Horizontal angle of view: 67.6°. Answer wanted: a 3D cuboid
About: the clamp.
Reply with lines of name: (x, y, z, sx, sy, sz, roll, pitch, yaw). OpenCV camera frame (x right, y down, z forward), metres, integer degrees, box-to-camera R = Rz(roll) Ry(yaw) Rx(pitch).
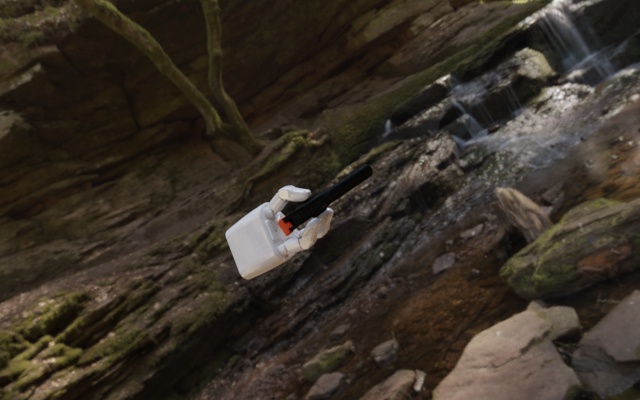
clamp: (-0.001, 0.002, 0.838, 0.164, 0.036, 0.210, -35, 0, 31)
